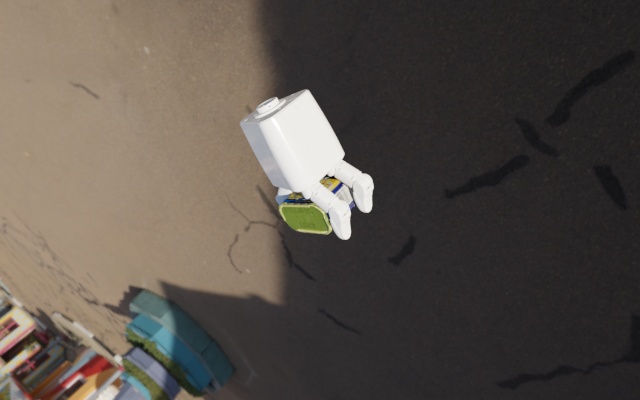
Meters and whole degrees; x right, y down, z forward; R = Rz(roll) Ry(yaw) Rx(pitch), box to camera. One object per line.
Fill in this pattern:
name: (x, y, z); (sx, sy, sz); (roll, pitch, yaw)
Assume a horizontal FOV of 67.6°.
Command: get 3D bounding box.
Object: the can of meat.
can of meat: (0.000, 0.003, 0.703); (0.102, 0.057, 0.084); (0, 36, 47)
